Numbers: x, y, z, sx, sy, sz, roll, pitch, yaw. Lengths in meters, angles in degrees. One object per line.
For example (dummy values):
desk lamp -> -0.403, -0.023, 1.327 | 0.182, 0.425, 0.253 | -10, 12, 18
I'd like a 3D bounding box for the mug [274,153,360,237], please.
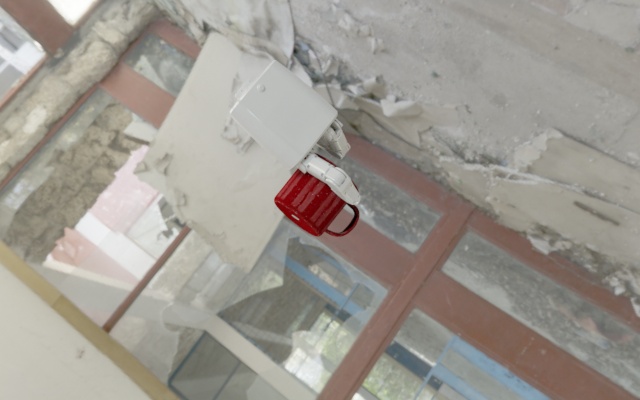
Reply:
mug -> 0.001, 0.003, 0.650 | 0.117, 0.081, 0.093 | 41, -12, -11
